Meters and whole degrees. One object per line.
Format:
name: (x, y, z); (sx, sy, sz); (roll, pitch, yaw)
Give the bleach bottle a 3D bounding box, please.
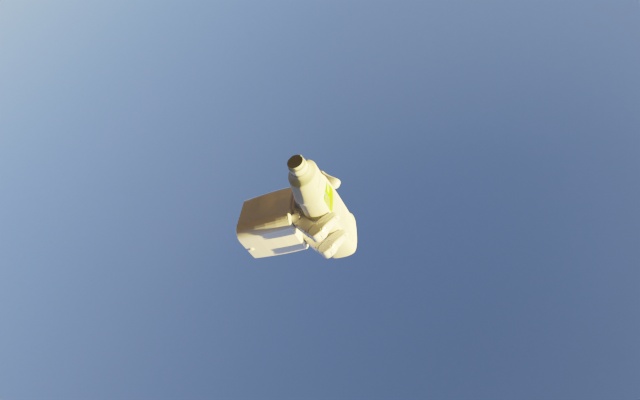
bleach bottle: (0.000, 0.003, 0.854); (0.068, 0.102, 0.251); (-14, -39, 13)
